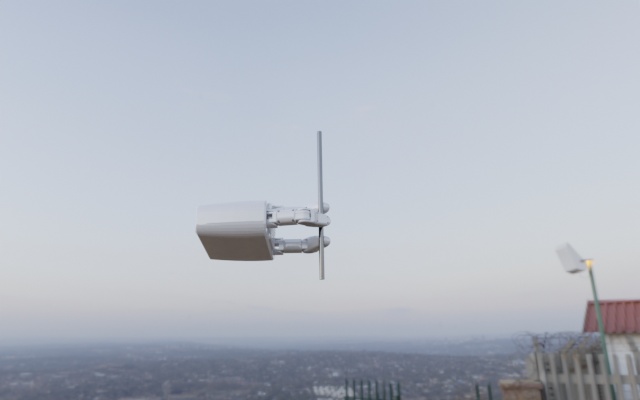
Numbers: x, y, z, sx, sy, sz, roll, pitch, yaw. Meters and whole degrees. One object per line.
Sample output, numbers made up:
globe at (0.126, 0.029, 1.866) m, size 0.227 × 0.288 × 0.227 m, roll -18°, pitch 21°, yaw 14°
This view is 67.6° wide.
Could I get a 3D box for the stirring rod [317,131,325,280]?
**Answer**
stirring rod at (0.000, 0.003, 0.745) m, size 0.011 × 0.239 × 0.011 m, roll -1°, pitch -17°, yaw 0°
